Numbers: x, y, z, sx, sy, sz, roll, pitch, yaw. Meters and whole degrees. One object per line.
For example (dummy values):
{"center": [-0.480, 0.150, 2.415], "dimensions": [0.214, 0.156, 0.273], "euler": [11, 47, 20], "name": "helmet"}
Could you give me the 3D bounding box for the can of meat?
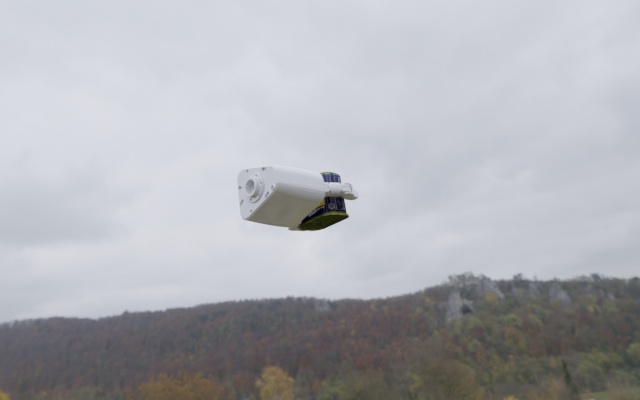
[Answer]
{"center": [0.000, 0.003, 0.894], "dimensions": [0.057, 0.084, 0.102], "euler": [6, -23, -39], "name": "can of meat"}
